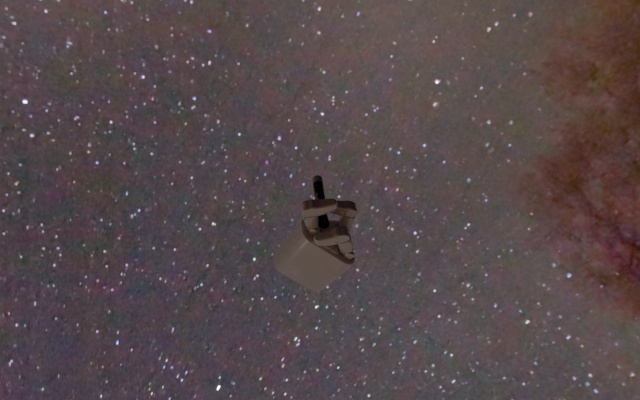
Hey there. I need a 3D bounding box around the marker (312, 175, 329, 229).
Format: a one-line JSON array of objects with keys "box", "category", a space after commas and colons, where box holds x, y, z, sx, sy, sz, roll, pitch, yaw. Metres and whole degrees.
[{"box": [0.000, 0.003, 0.838, 0.020, 0.121, 0.020, -4, -44, -4], "category": "marker"}]
